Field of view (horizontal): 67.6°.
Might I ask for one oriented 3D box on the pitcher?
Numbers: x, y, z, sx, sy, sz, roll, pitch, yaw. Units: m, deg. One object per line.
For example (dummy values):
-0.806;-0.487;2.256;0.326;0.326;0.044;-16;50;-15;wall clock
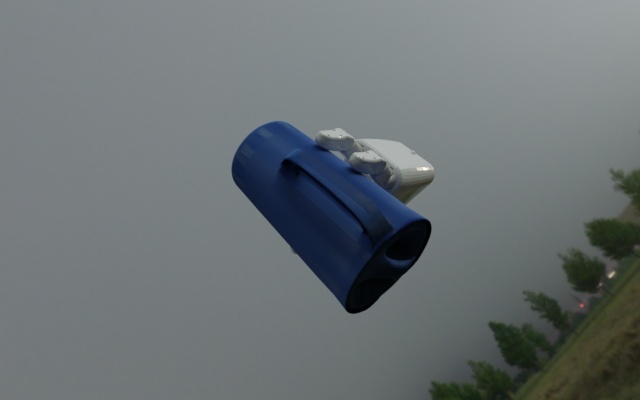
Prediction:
0.000;0.002;0.566;0.242;0.149;0.145;41;31;28;pitcher
